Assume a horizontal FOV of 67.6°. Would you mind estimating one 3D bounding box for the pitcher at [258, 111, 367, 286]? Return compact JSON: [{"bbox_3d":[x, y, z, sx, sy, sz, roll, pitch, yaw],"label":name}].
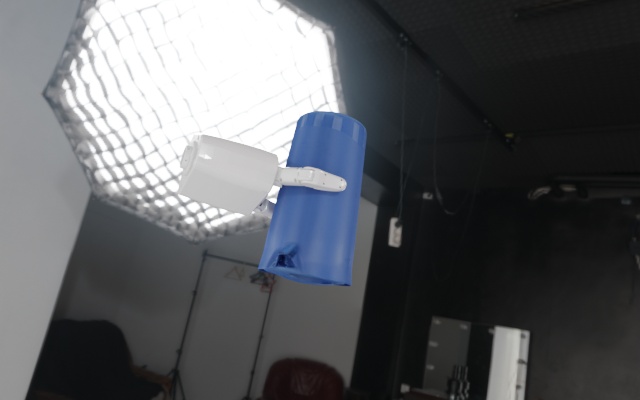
[{"bbox_3d":[0.000,0.002,0.706,0.145,0.242,0.149,16,-14,-21],"label":"pitcher"}]
